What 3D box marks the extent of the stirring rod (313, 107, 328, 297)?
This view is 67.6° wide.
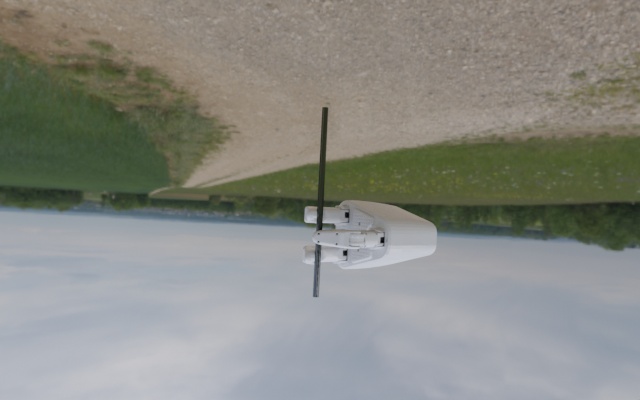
[{"bbox_3d":[0.000,0.002,0.606,0.011,0.239,0.011,3,-1,0],"label":"stirring rod"}]
